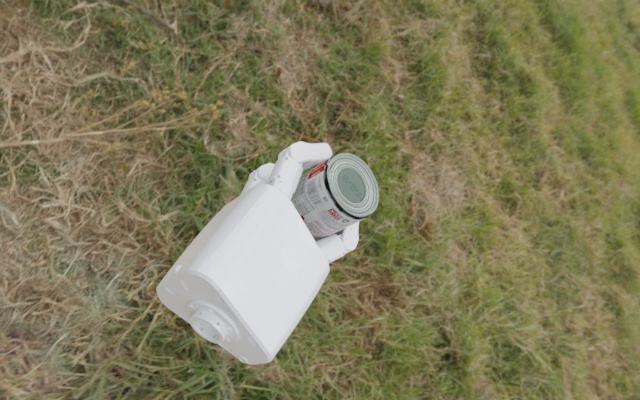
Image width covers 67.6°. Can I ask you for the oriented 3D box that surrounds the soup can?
[{"bbox_3d":[0.001,0.001,0.480,0.068,0.068,0.102,0,-19,-41],"label":"soup can"}]
